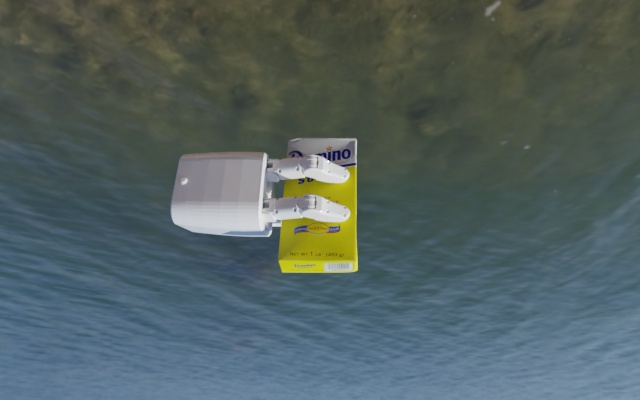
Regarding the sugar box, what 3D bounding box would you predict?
[{"bbox_3d":[0.000,0.002,0.601,0.093,0.176,0.048,0,-27,3],"label":"sugar box"}]
